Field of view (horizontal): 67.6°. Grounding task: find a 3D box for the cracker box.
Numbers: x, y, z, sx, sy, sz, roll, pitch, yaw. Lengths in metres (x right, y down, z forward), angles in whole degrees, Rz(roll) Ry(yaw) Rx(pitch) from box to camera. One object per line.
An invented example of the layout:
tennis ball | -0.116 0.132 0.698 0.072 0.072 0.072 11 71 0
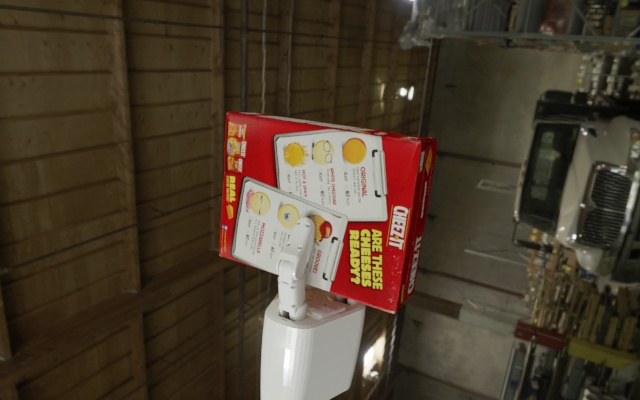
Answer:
cracker box | 0.000 0.002 0.498 0.213 0.164 0.072 13 16 26
